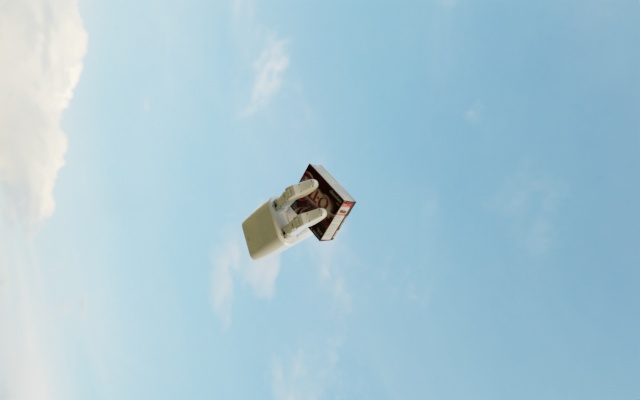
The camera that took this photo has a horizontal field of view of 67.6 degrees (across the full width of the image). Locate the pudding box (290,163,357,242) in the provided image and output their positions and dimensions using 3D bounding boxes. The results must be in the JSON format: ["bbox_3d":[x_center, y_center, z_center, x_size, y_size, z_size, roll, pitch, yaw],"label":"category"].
[{"bbox_3d":[0.000,0.003,0.841,0.039,0.090,0.113,1,37,-47],"label":"pudding box"}]
